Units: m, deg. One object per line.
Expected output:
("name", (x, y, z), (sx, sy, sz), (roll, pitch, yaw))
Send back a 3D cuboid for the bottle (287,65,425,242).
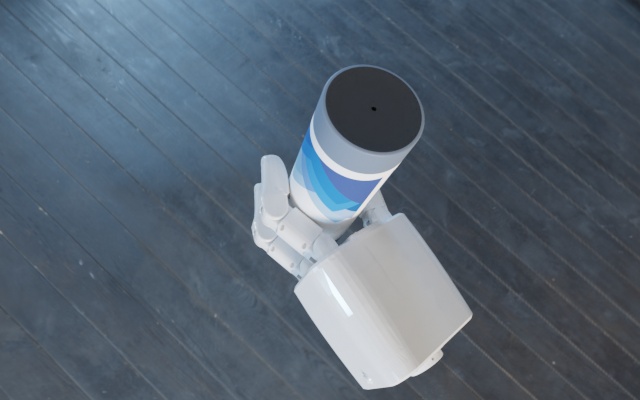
("bottle", (0.000, 0.001, 0.422), (0.069, 0.069, 0.296), (0, -23, -14))
